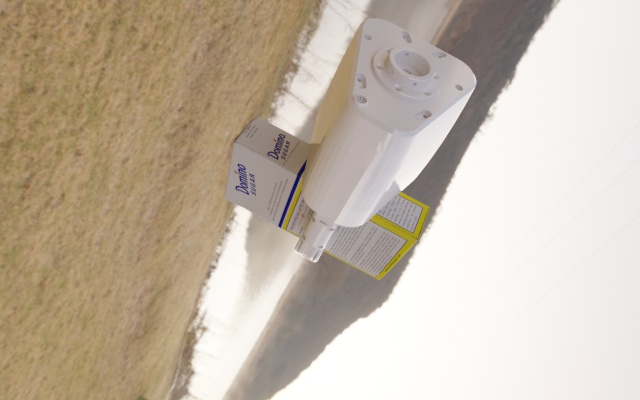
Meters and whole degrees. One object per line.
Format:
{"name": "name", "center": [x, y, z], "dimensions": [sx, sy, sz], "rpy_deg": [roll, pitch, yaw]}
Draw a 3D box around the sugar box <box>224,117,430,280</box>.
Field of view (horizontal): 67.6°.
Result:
{"name": "sugar box", "center": [0.000, 0.001, 0.444], "dimensions": [0.176, 0.048, 0.093], "rpy_deg": [30, -36, 2]}
